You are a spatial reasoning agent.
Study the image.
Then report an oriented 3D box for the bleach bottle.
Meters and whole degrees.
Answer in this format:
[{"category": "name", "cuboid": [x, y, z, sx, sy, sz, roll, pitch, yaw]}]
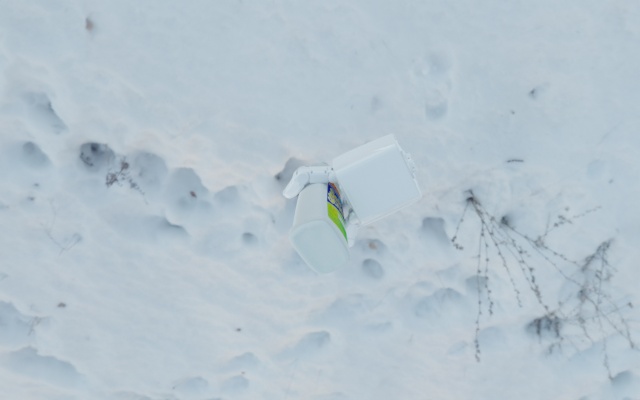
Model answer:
[{"category": "bleach bottle", "cuboid": [0.000, 0.003, 0.788, 0.068, 0.103, 0.250, -25, 30, 15]}]
